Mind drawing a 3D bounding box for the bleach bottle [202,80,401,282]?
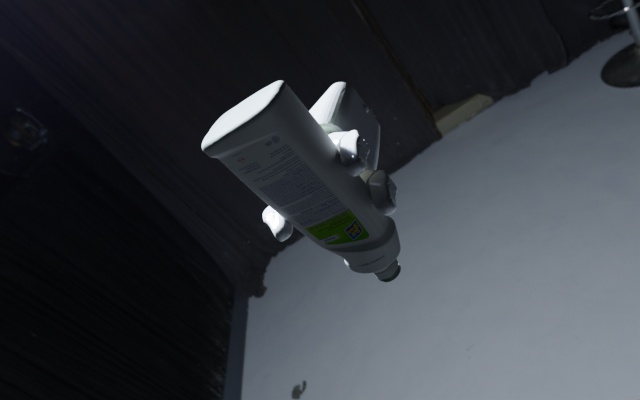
[{"bbox_3d":[0.000,0.002,0.499,0.102,0.251,0.068,-22,32,33],"label":"bleach bottle"}]
